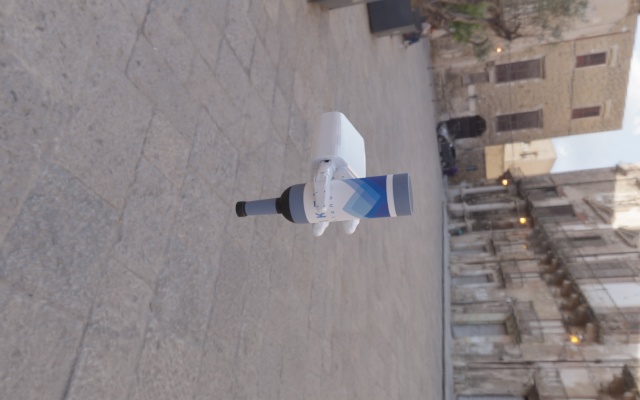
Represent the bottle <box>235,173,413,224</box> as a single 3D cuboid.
[{"bbox_3d":[0.000,0.003,0.785,0.296,0.069,0.069,-5,-1,15],"label":"bottle"}]
